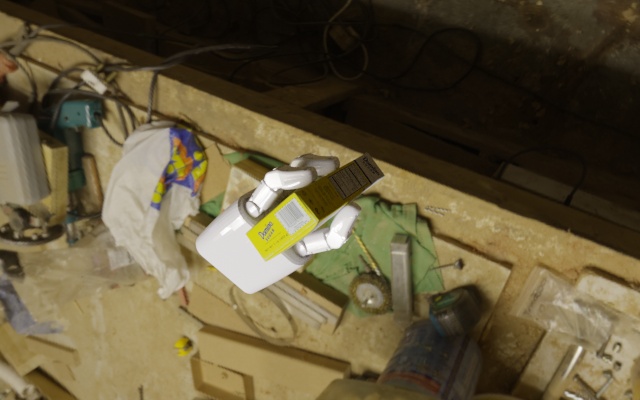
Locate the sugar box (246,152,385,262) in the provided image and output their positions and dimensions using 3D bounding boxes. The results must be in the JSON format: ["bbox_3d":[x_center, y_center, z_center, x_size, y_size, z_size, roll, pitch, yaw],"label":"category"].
[{"bbox_3d":[0.000,0.002,0.566,0.093,0.048,0.176,-37,0,35],"label":"sugar box"}]
